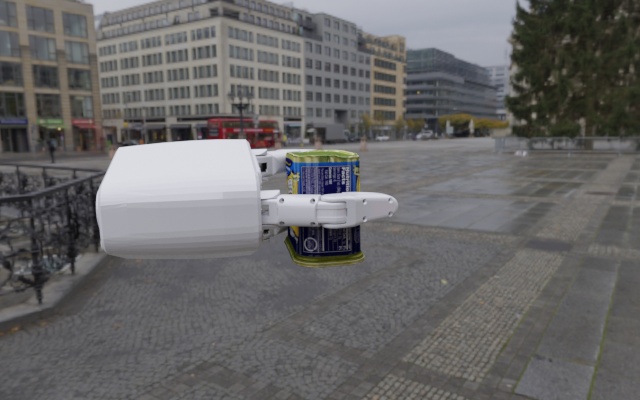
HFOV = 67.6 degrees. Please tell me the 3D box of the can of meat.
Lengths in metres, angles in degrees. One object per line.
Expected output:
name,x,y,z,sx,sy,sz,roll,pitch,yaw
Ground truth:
can of meat,0.000,0.001,0.400,0.057,0.084,0.102,-3,9,-9
